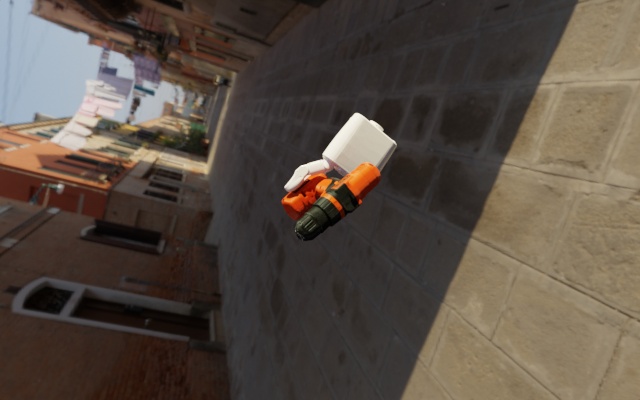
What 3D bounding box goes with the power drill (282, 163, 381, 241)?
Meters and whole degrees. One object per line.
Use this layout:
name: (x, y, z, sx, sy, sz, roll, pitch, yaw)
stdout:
power drill: (0.000, 0.003, 0.865, 0.184, 0.057, 0.187, -39, 18, -21)
